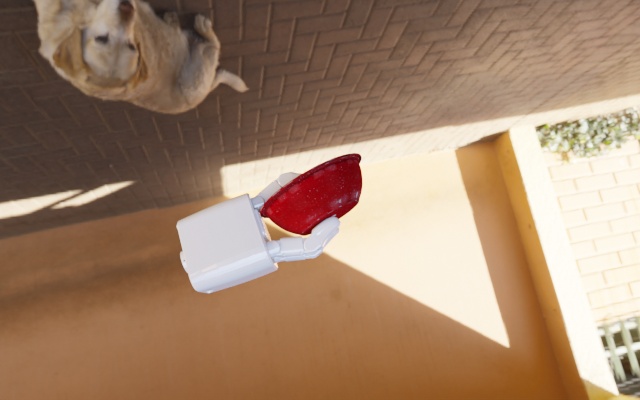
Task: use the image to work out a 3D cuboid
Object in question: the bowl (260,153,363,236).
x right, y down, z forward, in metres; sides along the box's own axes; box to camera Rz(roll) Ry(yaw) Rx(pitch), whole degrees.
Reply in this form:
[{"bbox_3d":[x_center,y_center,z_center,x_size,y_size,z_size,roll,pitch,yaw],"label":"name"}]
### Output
[{"bbox_3d":[0.001,0.002,0.654,0.162,0.055,0.162,-30,-12,-7],"label":"bowl"}]
